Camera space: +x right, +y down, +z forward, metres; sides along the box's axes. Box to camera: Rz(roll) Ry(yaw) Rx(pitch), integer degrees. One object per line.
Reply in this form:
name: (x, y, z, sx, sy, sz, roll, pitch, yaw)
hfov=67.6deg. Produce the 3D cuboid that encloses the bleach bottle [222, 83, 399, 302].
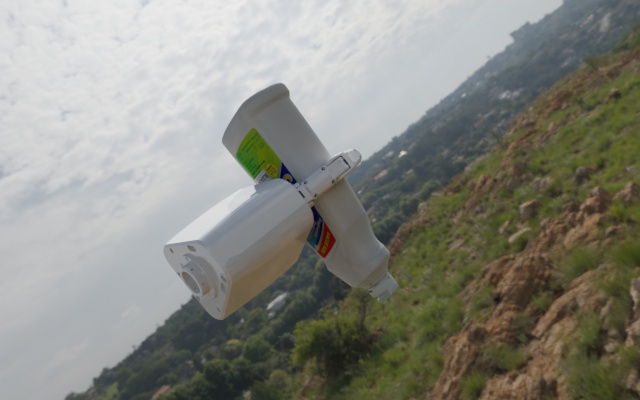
bleach bottle: (0.000, 0.002, 0.519, 0.068, 0.251, 0.103, -38, -1, -36)
